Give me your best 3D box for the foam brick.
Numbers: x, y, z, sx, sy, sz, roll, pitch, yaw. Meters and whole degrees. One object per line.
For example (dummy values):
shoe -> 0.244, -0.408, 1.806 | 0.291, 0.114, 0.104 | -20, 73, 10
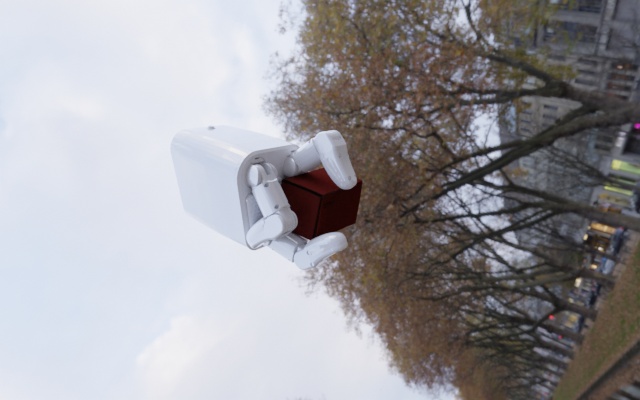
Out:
foam brick -> 0.000, 0.002, 0.499 | 0.051, 0.053, 0.078 | 22, 24, 30
